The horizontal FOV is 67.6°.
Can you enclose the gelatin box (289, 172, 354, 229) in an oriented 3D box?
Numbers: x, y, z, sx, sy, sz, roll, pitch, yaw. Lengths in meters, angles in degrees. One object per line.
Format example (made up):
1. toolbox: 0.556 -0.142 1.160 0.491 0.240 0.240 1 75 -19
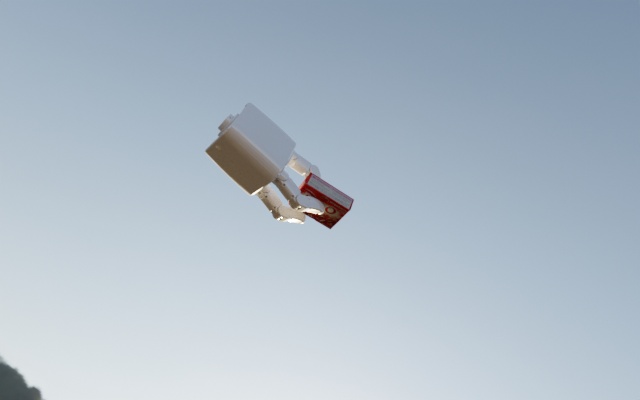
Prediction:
1. gelatin box: 0.001 0.002 0.805 0.089 0.030 0.073 31 -39 -9
